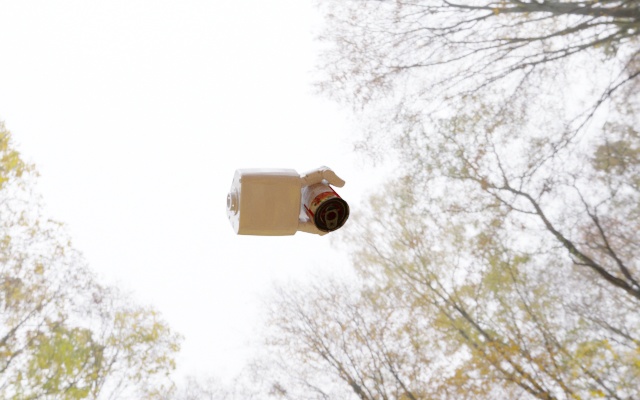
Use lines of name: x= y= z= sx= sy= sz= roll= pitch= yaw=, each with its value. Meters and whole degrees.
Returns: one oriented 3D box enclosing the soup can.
soup can: x=0.000 y=0.003 z=0.848 sx=0.068 sy=0.068 sz=0.102 roll=0 pitch=27 yaw=-26
